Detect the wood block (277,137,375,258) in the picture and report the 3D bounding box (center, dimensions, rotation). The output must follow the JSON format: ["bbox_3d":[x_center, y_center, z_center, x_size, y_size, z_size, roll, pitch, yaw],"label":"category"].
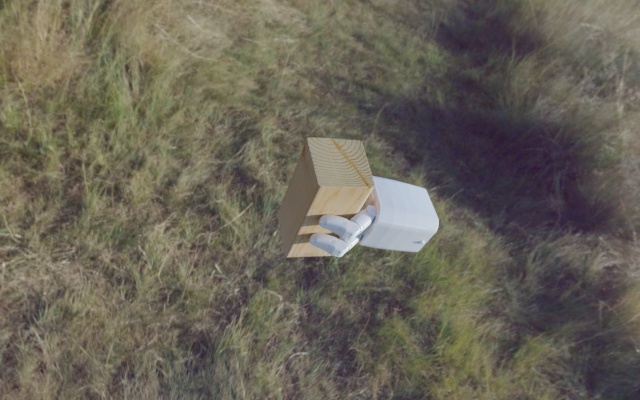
[{"bbox_3d":[0.000,0.002,0.765,0.090,0.090,0.206,0,-35,-20],"label":"wood block"}]
